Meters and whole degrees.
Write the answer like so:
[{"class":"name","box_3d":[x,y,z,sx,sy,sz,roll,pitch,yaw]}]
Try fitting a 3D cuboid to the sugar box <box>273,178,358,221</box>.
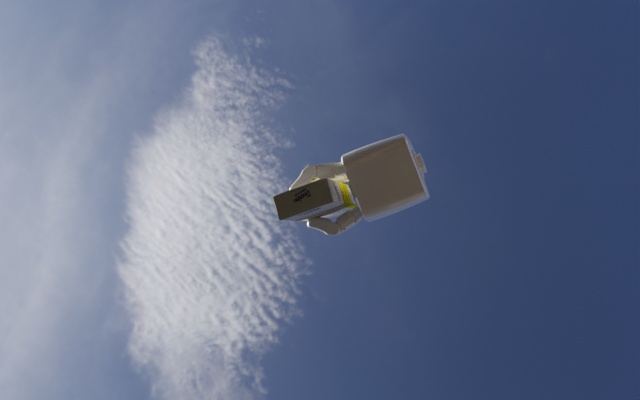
[{"class":"sugar box","box_3d":[0.000,0.002,0.790,0.093,0.048,0.176,-19,-11,16]}]
